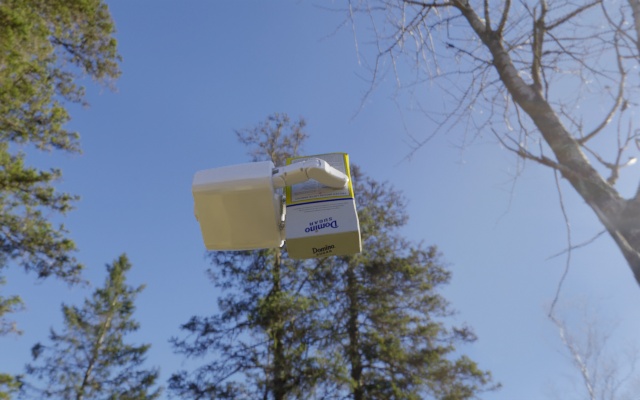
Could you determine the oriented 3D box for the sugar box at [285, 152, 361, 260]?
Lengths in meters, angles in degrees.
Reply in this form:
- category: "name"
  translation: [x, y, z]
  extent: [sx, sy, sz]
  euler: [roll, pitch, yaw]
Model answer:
- category: "sugar box"
  translation: [0.000, 0.002, 0.651]
  extent: [0.093, 0.048, 0.176]
  euler: [-6, 41, 3]
